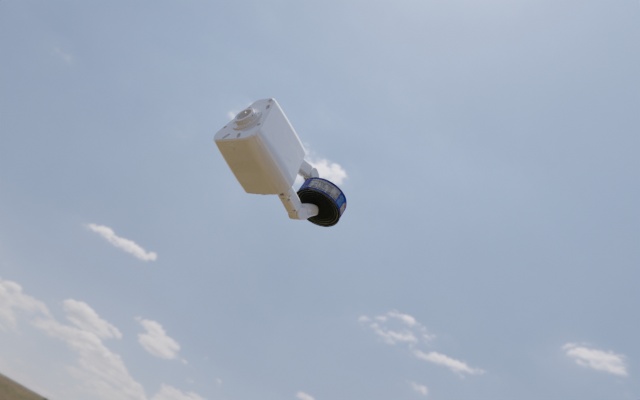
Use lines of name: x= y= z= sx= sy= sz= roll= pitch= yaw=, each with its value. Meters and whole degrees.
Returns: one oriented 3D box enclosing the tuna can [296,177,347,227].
tuna can: x=0.000 y=0.002 z=0.804 sx=0.086 sy=0.086 sz=0.033 roll=0 pitch=41 yaw=36
